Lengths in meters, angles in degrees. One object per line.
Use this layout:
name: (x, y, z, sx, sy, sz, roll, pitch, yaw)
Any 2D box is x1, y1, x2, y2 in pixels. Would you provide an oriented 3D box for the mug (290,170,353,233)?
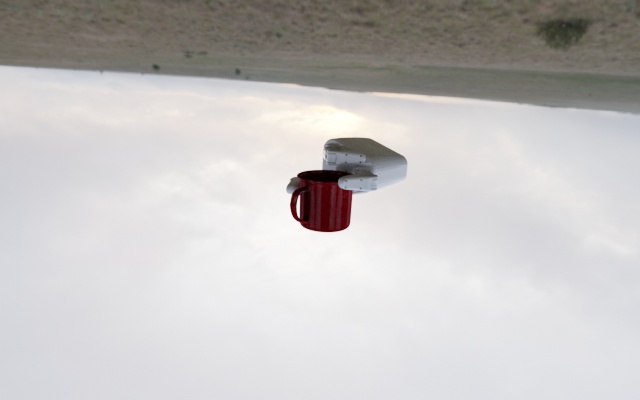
mug: (-0.001, 0.003, 0.736, 0.093, 0.081, 0.117, 16, 20, 41)
